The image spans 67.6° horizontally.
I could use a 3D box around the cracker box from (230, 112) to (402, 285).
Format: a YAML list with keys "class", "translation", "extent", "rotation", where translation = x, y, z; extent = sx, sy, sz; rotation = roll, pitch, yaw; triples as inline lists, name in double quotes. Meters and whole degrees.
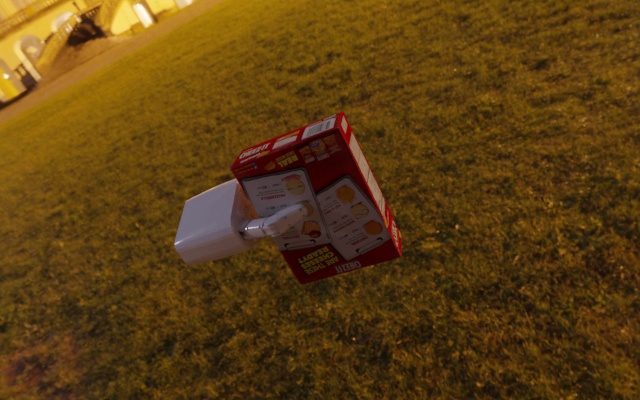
- class: "cracker box"
  translation: [0.000, 0.002, 0.675]
  extent: [0.164, 0.214, 0.072]
  rotation: [-19, 27, 20]
